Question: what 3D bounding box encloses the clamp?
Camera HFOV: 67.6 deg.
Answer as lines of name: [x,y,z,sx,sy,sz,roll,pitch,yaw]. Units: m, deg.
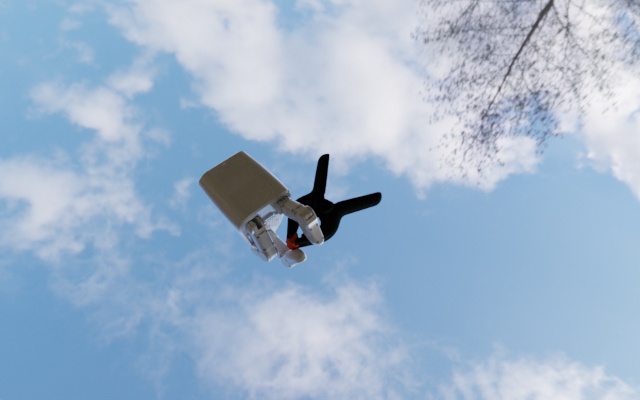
clamp: [0.000,0.003,0.739,0.171,0.120,0.039,-37,-22,-27]
